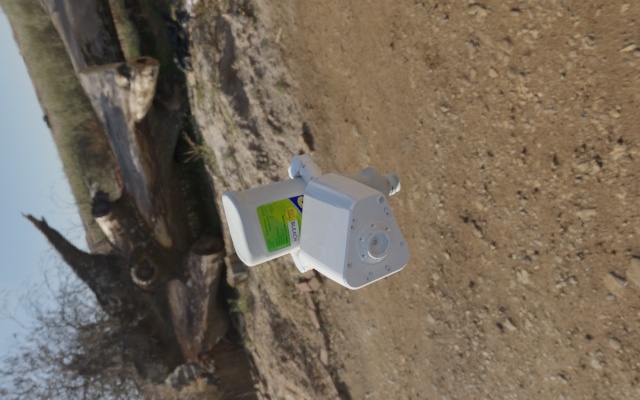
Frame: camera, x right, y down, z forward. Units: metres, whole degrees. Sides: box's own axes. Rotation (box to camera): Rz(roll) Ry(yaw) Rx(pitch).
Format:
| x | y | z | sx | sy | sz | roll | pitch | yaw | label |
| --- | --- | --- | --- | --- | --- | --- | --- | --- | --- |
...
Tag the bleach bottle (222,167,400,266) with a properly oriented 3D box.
| x | y | z | sx | sy | sz | roll | pitch | yaw | label |
| --- | --- | --- | --- | --- | --- | --- | --- | --- | --- |
| 0.000 | 0.002 | 0.658 | 0.251 | 0.102 | 0.068 | -19 | 20 | -23 | bleach bottle |
